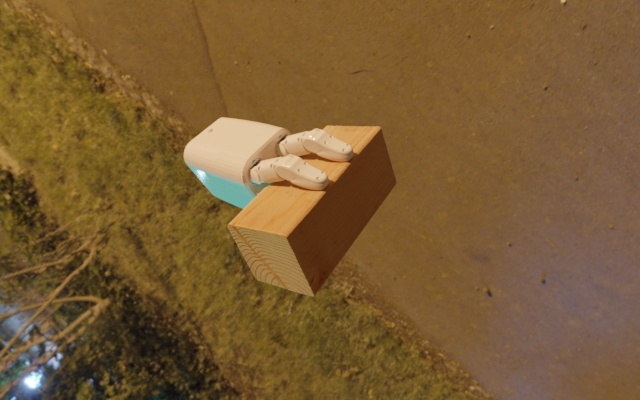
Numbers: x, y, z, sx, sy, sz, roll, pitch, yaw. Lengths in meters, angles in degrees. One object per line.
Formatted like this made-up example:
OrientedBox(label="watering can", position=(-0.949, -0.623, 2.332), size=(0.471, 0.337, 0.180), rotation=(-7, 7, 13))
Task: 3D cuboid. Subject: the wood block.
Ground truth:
OrientedBox(label="wood block", position=(0.000, 0.002, 0.573), size=(0.090, 0.091, 0.206), rotation=(8, 43, 37))
